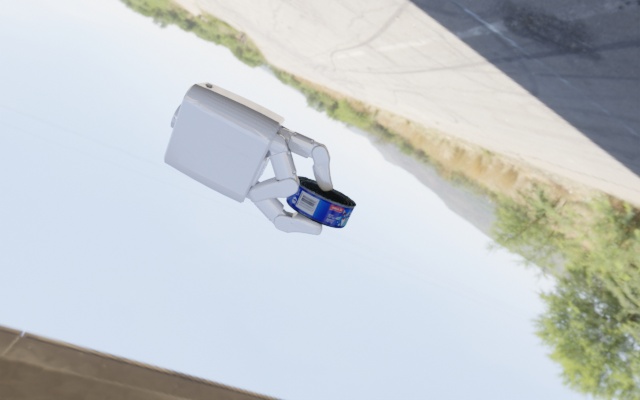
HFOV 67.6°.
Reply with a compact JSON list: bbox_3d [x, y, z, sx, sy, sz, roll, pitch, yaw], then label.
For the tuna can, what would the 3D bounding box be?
[{"bbox_3d":[0.000,0.003,0.608,0.086,0.034,0.086,24,12,-5],"label":"tuna can"}]
